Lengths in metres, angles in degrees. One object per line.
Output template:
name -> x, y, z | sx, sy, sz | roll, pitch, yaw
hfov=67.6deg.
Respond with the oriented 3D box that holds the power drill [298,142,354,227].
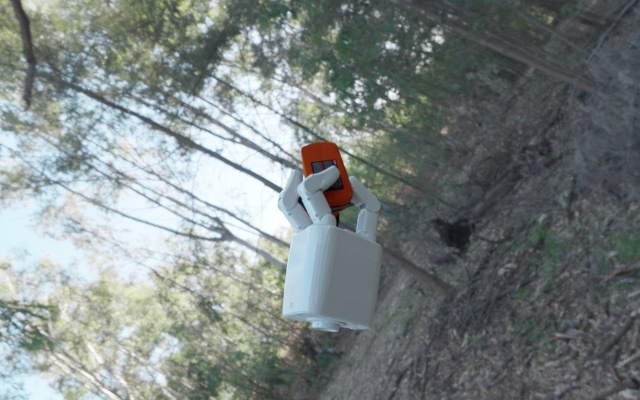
power drill -> 0.000, 0.002, 0.706 | 0.057, 0.184, 0.188 | -10, -34, -9
